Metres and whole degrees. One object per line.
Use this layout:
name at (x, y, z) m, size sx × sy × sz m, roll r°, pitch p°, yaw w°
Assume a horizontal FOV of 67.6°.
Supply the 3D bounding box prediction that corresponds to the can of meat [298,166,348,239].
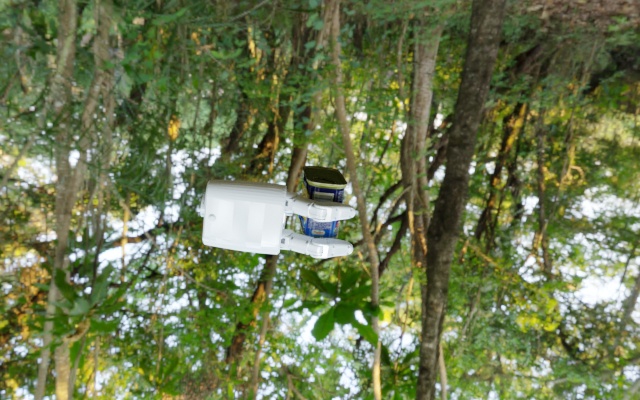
can of meat at (0.000, 0.003, 0.696) m, size 0.057 × 0.084 × 0.102 m, roll 5°, pitch 17°, yaw -9°
